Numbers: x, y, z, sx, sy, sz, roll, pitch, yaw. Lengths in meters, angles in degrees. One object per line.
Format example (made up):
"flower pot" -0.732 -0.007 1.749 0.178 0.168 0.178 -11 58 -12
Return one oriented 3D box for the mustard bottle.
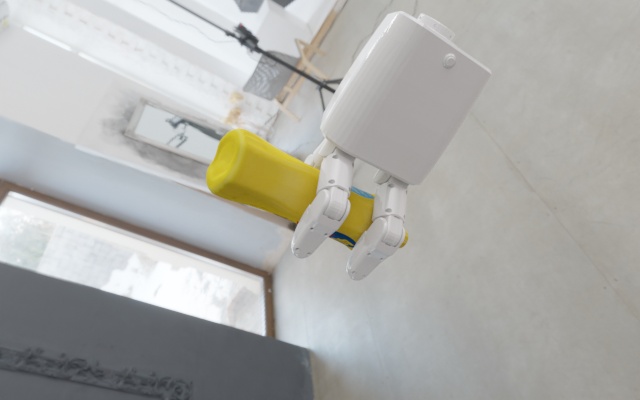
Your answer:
"mustard bottle" 0.000 0.002 0.422 0.192 0.058 0.096 24 -4 -24
